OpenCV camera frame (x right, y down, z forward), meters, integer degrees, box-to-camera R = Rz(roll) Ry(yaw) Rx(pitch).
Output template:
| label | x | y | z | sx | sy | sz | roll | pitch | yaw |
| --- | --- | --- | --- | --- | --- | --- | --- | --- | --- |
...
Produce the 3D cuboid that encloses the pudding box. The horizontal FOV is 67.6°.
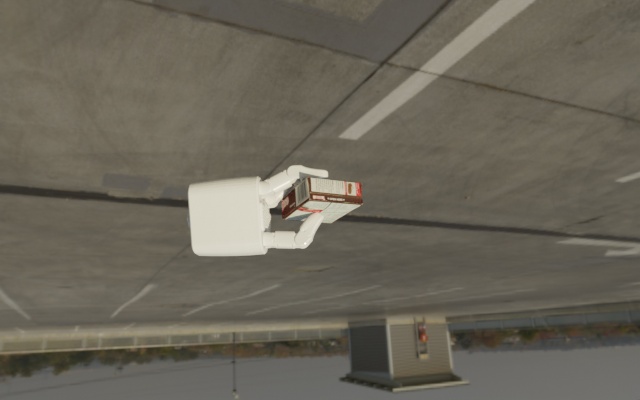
| label | x | y | z | sx | sy | sz | roll | pitch | yaw |
| --- | --- | --- | --- | --- | --- | --- | --- | --- | --- |
| pudding box | 0.000 | 0.003 | 0.731 | 0.090 | 0.039 | 0.113 | 4 | -18 | -24 |
